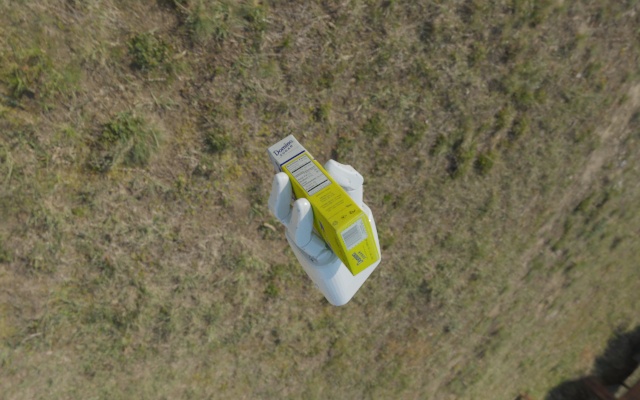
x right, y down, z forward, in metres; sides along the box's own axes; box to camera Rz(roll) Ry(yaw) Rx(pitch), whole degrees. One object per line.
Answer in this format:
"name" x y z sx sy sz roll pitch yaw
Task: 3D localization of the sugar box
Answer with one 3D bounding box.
"sugar box" 0.000 0.002 0.586 0.048 0.093 0.176 -34 48 -12
